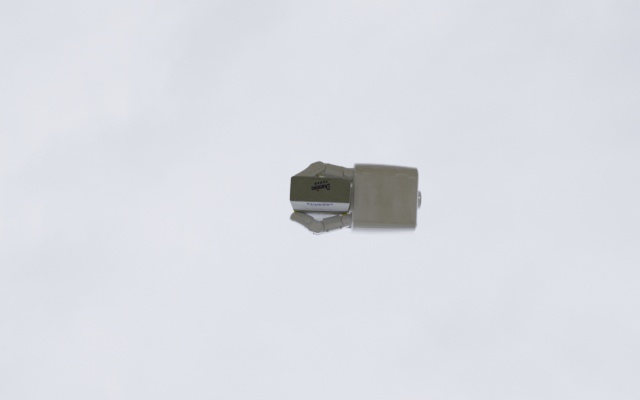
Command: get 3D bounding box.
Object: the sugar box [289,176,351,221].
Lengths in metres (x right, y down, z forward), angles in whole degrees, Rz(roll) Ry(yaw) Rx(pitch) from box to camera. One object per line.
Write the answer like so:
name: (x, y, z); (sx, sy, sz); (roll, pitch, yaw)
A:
sugar box: (0.000, 0.002, 0.795); (0.093, 0.048, 0.176); (2, -15, 0)
